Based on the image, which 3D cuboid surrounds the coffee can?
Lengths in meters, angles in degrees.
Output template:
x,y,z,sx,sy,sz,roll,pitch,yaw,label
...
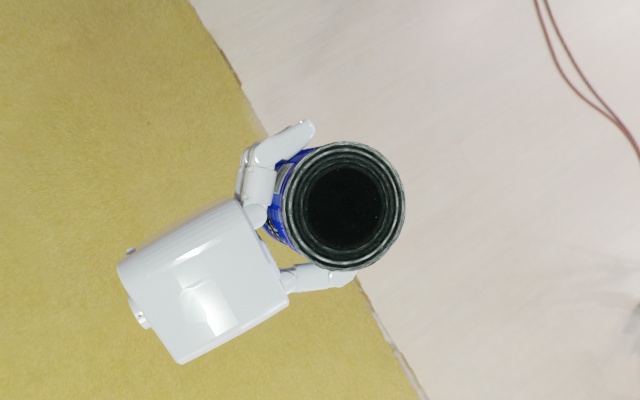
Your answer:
x,y,z,sx,sy,sz,roll,pitch,yaw,label
0.000,0.001,0.436,0.103,0.103,0.140,0,3,-17,coffee can
